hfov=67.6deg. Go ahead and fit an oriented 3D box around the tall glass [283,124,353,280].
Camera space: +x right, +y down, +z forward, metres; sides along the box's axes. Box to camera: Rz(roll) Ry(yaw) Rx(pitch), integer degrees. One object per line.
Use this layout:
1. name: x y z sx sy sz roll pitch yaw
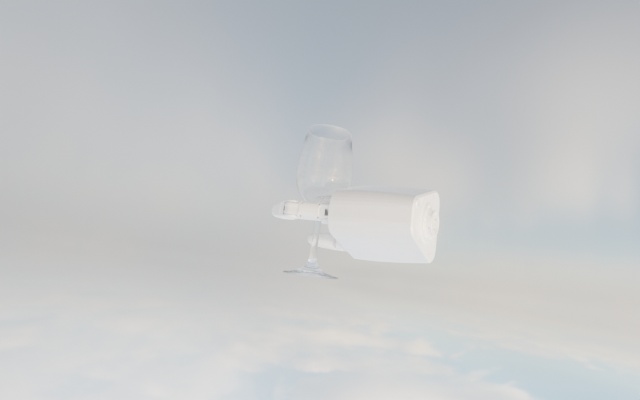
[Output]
1. tall glass: 0.000 0.003 0.646 0.079 0.201 0.079 7 -9 1
